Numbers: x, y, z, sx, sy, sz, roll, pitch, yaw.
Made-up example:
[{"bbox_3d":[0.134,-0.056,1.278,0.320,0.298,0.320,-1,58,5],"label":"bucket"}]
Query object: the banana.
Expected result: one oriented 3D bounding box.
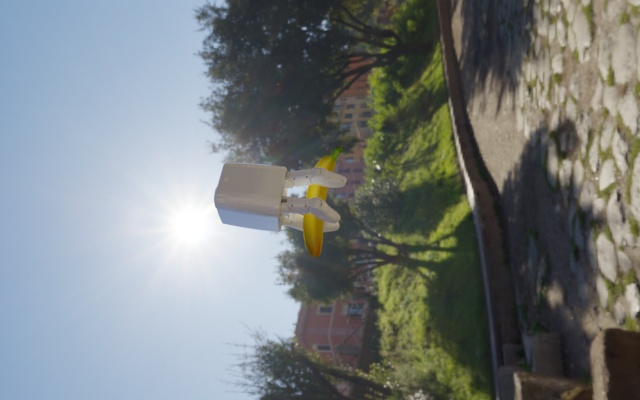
[{"bbox_3d":[-0.005,0.003,0.826,0.037,0.197,0.070,15,-16,-14],"label":"banana"}]
